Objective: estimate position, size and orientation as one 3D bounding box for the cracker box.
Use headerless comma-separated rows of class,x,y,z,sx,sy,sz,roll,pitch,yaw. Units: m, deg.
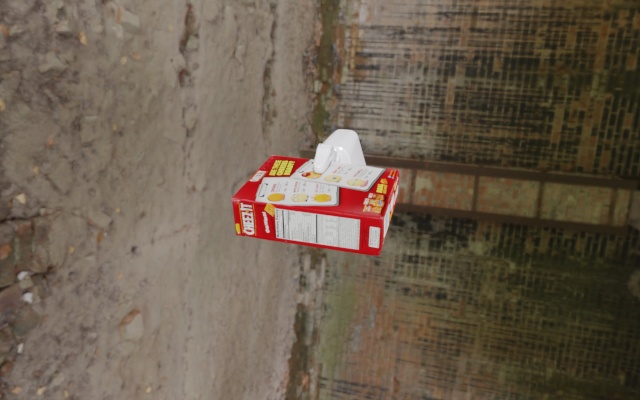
cracker box,0.000,0.002,0.714,0.213,0.072,0.164,7,28,13
